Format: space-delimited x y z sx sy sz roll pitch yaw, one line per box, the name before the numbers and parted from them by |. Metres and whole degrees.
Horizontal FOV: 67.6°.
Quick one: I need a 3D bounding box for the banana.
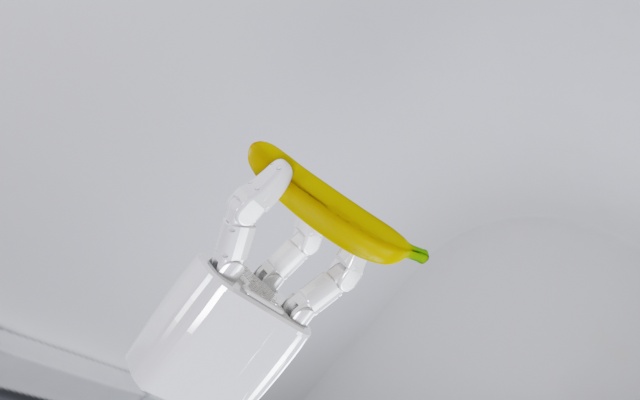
banana | -0.004 0.000 0.401 0.197 0.037 0.069 36 4 22
